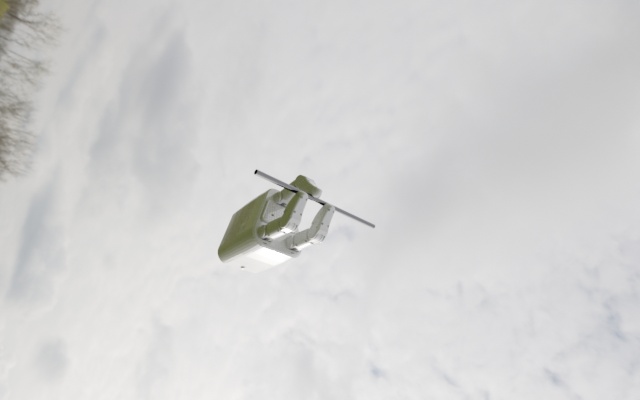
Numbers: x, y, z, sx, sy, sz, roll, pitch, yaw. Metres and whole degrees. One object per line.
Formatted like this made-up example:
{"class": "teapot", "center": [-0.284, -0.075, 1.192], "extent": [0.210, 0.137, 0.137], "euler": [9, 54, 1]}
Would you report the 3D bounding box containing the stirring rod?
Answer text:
{"class": "stirring rod", "center": [0.000, 0.002, 0.715], "extent": [0.239, 0.011, 0.011], "euler": [25, -16, -37]}
